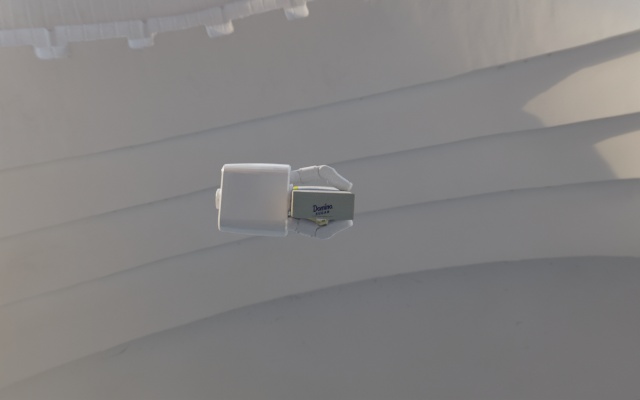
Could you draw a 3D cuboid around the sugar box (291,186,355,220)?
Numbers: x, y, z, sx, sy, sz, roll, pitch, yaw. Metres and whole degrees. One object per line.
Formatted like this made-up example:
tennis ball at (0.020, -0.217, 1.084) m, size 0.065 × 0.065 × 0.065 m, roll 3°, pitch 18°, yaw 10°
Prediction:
sugar box at (0.000, 0.003, 0.772) m, size 0.093 × 0.048 × 0.176 m, roll 2°, pitch 6°, yaw -2°
